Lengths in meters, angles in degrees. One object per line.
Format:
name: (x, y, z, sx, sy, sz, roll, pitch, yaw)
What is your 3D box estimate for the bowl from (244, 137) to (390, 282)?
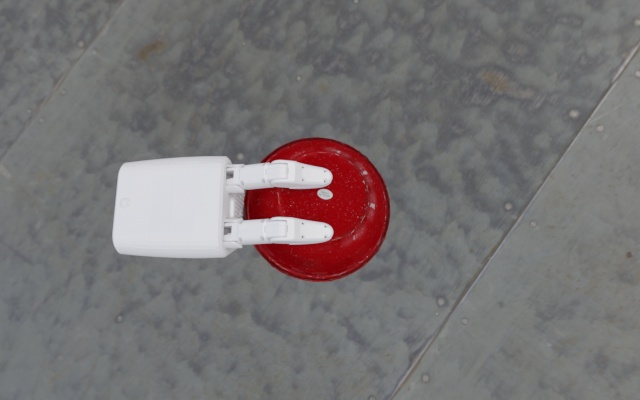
bowl: (0.001, 0.001, 0.497, 0.162, 0.162, 0.055, 0, -13, -7)
